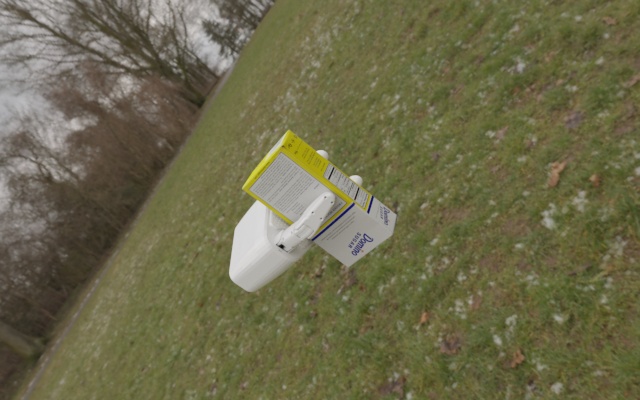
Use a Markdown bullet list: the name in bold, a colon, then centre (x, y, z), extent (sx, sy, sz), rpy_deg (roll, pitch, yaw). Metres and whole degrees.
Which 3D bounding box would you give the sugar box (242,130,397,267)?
- **sugar box**: centre (0.000, 0.002, 0.602), extent (0.176, 0.048, 0.093), rpy_deg (37, -51, -14)
